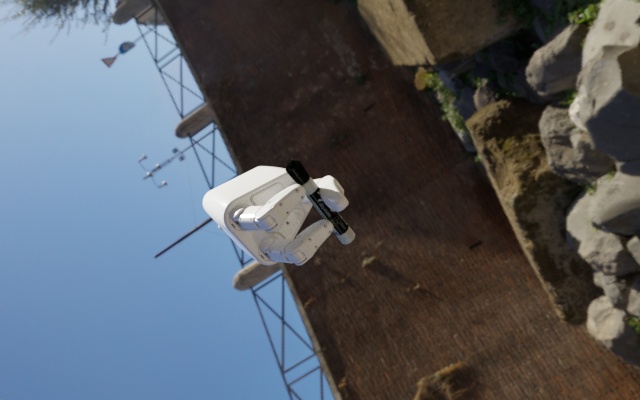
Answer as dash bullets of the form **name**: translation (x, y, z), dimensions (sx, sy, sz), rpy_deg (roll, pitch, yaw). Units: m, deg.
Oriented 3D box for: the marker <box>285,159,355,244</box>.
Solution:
- **marker**: translation (0.000, 0.002, 0.531), dimensions (0.020, 0.121, 0.020), rpy_deg (-29, 27, 17)
